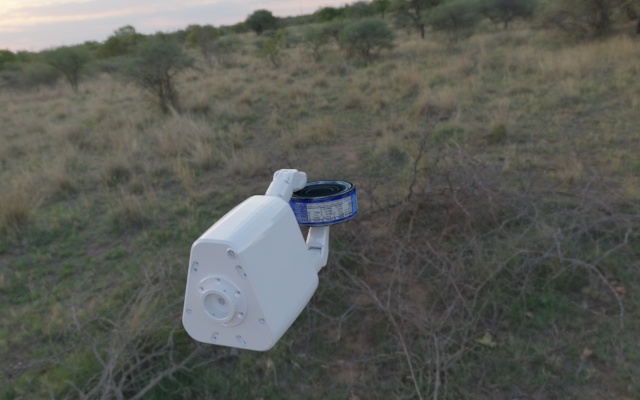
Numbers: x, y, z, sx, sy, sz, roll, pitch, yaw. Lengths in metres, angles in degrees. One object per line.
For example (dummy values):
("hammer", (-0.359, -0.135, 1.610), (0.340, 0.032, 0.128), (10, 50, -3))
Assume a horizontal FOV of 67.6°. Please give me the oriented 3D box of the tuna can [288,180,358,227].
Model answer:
("tuna can", (0.000, 0.001, 0.554), (0.086, 0.034, 0.086), (-5, 15, 1))
